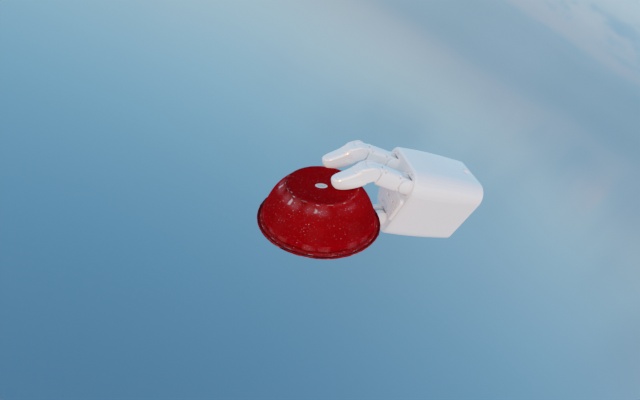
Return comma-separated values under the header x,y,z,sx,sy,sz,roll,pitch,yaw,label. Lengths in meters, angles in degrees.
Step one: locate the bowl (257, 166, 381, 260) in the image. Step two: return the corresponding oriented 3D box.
x,y,z,sx,sy,sz,roll,pitch,yaw,label
-0.001,0.002,0.607,0.162,0.055,0.162,4,35,-3,bowl
